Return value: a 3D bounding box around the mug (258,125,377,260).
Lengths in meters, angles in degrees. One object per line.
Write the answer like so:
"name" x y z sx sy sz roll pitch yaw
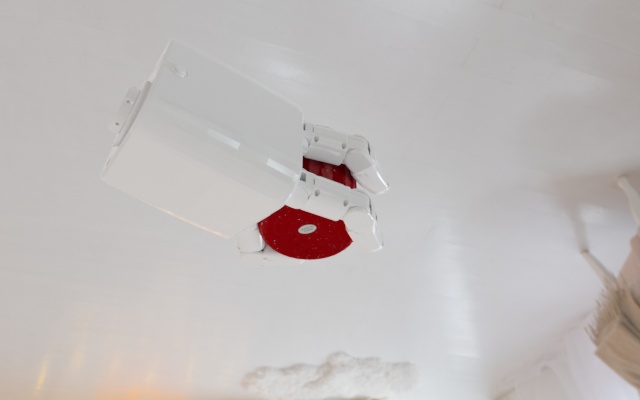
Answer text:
"mug" 0.001 0.002 0.414 0.117 0.081 0.093 26 -49 -25
